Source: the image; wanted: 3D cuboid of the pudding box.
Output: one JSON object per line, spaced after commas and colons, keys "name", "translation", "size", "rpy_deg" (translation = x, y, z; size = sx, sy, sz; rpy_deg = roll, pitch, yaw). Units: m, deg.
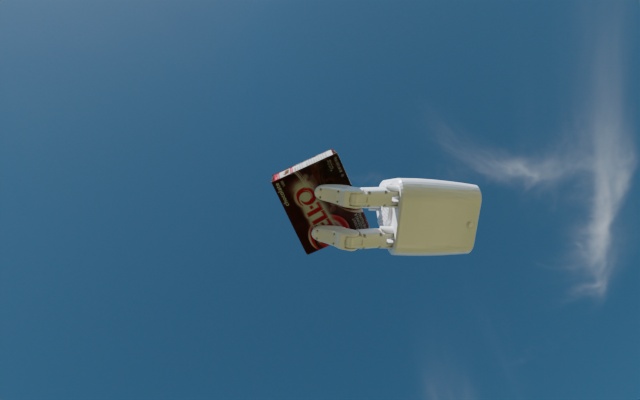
{"name": "pudding box", "translation": [0.000, 0.002, 0.613], "size": [0.090, 0.113, 0.039], "rpy_deg": [-24, 17, 2]}
